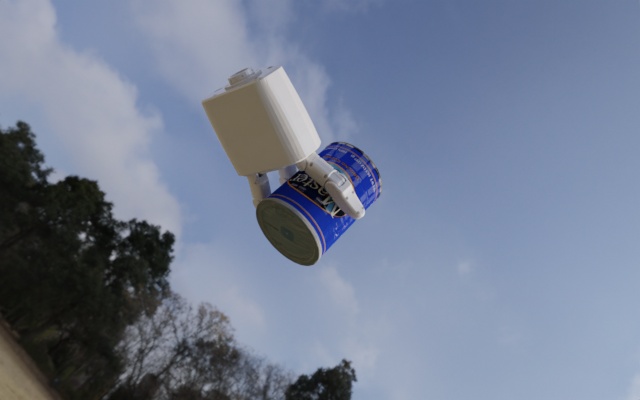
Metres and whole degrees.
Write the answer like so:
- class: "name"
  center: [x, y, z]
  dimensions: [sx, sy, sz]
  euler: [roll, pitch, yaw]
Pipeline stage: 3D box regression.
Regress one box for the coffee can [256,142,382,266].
- class: "coffee can"
  center: [0.000, 0.002, 0.627]
  dimensions: [0.103, 0.103, 0.140]
  euler: [0, 35, 48]
